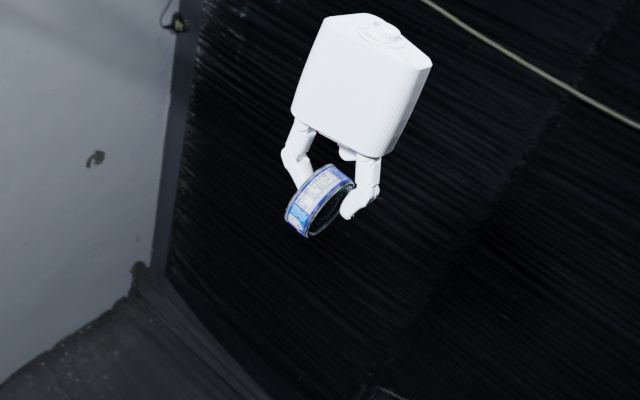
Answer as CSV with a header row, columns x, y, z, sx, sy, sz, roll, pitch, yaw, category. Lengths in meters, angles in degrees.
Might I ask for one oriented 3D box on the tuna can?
x,y,z,sx,sy,sz,roll,pitch,yaw,category
0.000,0.002,0.552,0.033,0.086,0.086,40,13,16,tuna can
